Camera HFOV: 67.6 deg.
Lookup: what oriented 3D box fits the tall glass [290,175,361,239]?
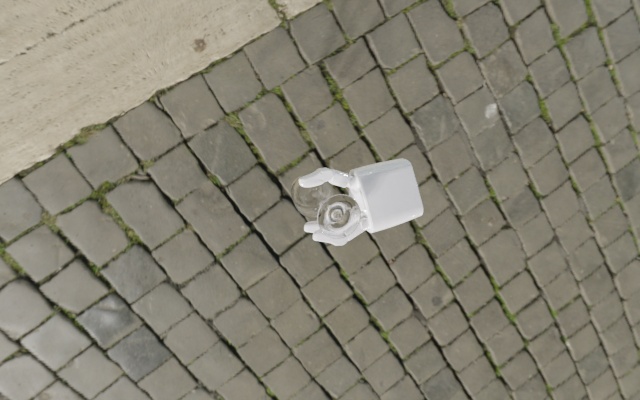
[{"bbox_3d":[0.000,0.003,0.851,0.079,0.079,0.201,0,13,-19],"label":"tall glass"}]
